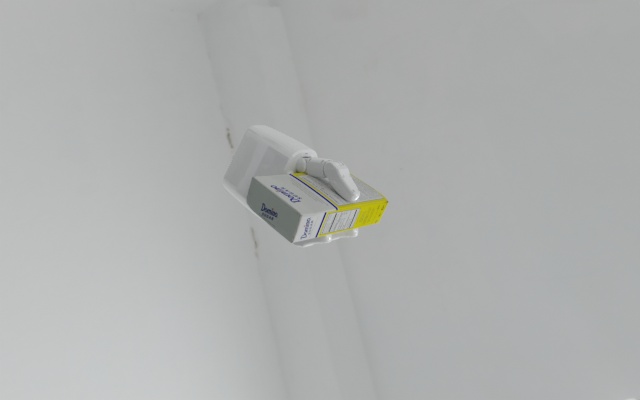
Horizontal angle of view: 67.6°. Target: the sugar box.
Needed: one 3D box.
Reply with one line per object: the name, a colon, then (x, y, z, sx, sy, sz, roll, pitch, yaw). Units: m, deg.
sugar box: (0.000, 0.002, 0.618, 0.176, 0.048, 0.093, -10, 38, -46)
